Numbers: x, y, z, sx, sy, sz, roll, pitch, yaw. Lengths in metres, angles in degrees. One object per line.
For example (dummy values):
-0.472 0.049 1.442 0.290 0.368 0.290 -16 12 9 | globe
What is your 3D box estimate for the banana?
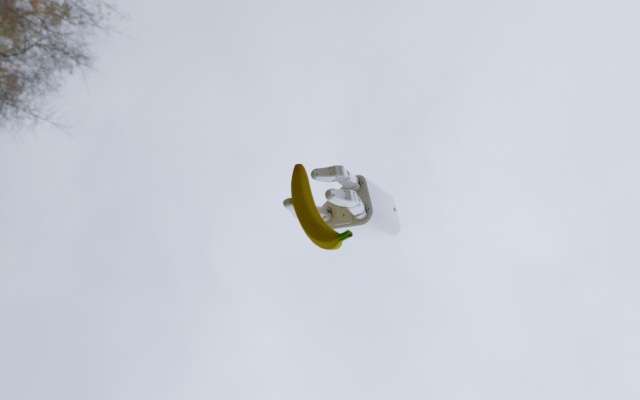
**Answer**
-0.010 0.019 0.771 0.037 0.070 0.197 23 22 -44 | banana
